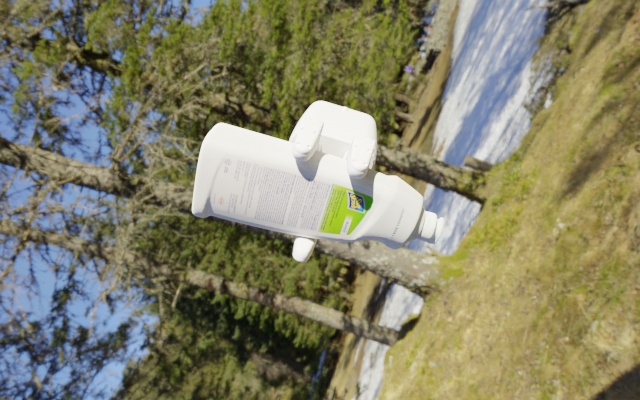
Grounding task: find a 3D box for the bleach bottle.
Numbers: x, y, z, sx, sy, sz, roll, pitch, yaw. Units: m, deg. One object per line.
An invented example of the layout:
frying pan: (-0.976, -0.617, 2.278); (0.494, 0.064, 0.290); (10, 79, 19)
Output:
bleach bottle: (0.000, 0.002, 0.497); (0.251, 0.103, 0.068); (17, 32, -1)
